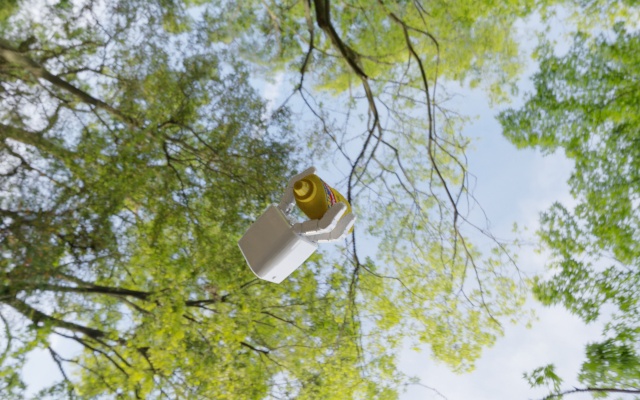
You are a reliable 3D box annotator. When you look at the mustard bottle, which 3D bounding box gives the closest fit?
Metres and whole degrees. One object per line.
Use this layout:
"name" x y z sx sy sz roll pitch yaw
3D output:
"mustard bottle" 0.001 0.003 0.882 0.058 0.096 0.192 -23 -25 17
